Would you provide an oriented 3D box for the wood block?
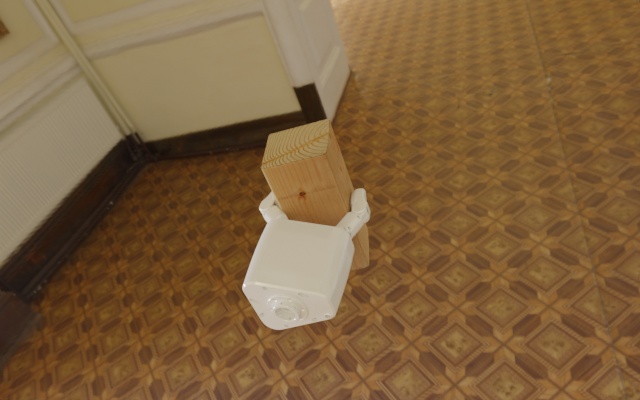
[{"bbox_3d":[0.000,0.002,0.684,0.091,0.206,0.090,-12,37,13],"label":"wood block"}]
